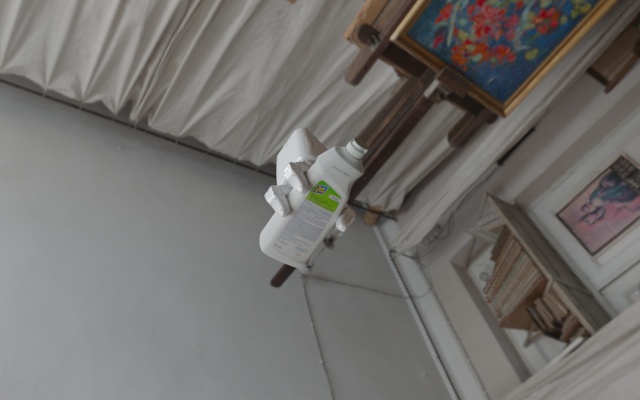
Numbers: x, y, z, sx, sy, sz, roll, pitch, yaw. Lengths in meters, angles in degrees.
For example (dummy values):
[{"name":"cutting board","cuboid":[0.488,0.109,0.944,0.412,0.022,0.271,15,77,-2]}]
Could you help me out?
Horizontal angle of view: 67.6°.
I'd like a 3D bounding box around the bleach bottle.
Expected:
[{"name":"bleach bottle","cuboid":[0.000,0.003,0.799,0.102,0.251,0.068,26,29,-24]}]
